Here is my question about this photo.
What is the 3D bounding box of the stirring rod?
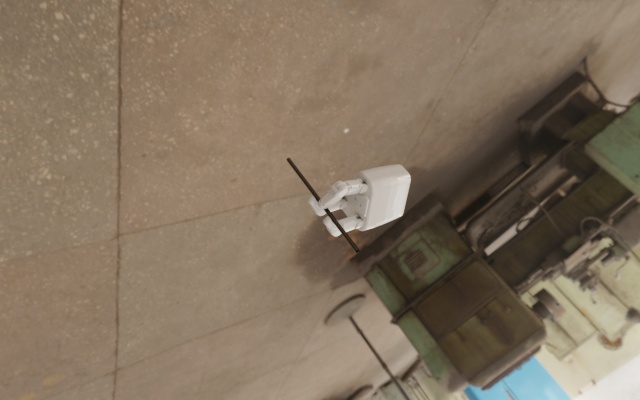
[{"bbox_3d":[0.000,0.003,0.868,0.011,0.011,0.239,0,44,-47],"label":"stirring rod"}]
